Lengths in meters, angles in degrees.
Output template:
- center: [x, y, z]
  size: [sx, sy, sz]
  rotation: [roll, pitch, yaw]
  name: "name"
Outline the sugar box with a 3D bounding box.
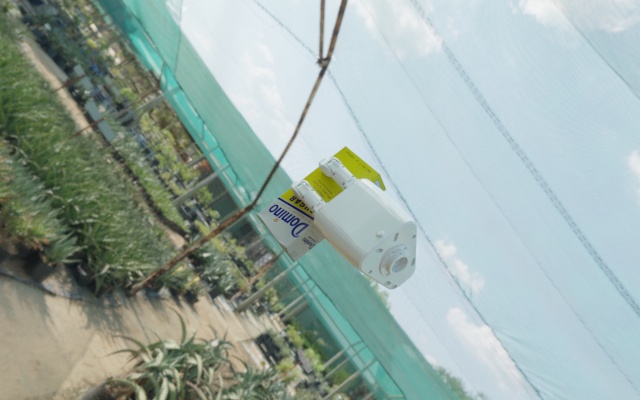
- center: [0.000, 0.002, 0.717]
  size: [0.176, 0.048, 0.093]
  rotation: [-37, 48, -9]
  name: "sugar box"
